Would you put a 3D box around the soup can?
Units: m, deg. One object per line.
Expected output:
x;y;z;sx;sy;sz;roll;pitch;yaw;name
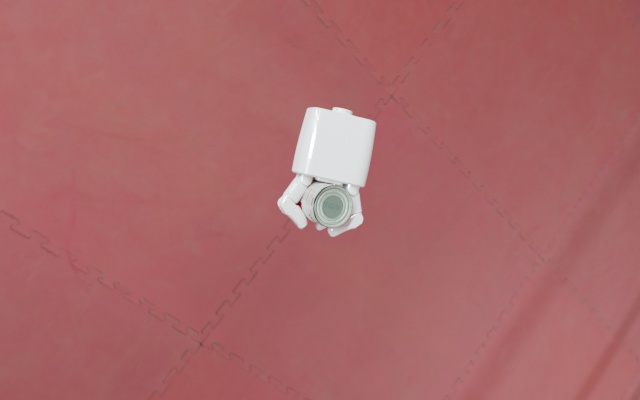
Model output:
0.000;0.003;0.765;0.068;0.068;0.102;0;8;-24;soup can
